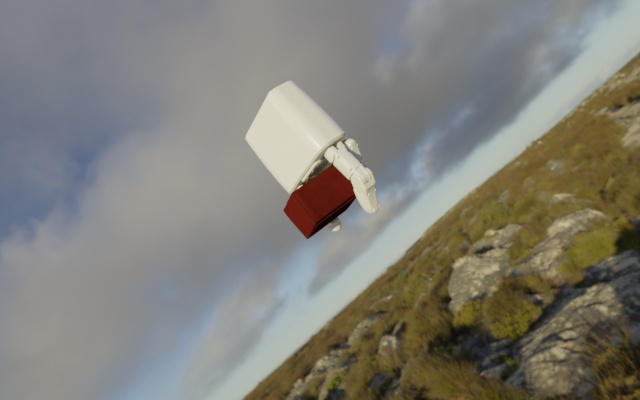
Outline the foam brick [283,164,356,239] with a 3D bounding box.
[{"bbox_3d":[0.000,0.002,0.613,0.078,0.051,0.053,-36,-11,-30],"label":"foam brick"}]
